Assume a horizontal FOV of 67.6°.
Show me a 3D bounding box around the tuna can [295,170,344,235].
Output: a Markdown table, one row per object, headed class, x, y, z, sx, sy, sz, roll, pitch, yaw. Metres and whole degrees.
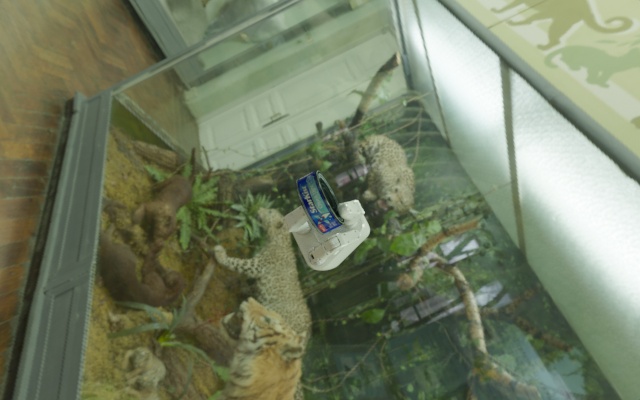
| class | x | y | z | sx | sy | sz | roll | pitch | yaw |
| --- | --- | --- | --- | --- | --- | --- | --- | --- | --- |
| tuna can | 0.001 | 0.002 | 0.664 | 0.034 | 0.086 | 0.086 | -26 | -5 | 11 |
